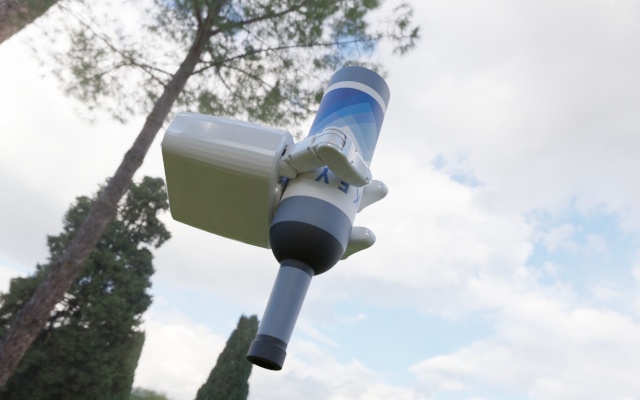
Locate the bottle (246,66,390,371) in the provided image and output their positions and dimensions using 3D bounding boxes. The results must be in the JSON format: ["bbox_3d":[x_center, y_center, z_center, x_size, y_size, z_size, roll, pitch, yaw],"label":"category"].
[{"bbox_3d":[0.000,0.001,0.423,0.069,0.295,0.069,13,-33,9],"label":"bottle"}]
